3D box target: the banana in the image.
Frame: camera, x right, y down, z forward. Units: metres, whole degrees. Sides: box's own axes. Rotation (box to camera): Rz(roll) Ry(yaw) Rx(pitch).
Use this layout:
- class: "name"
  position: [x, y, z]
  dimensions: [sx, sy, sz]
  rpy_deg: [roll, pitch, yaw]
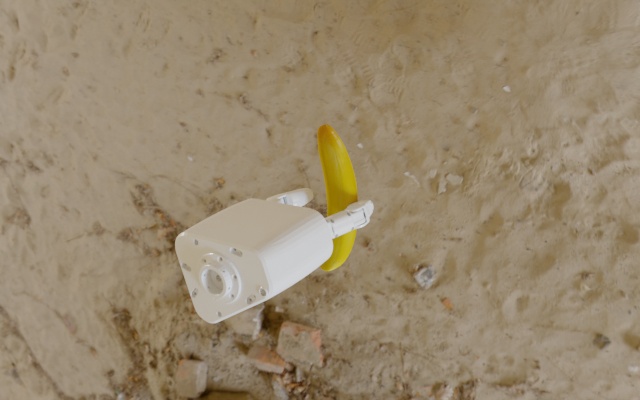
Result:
- class: "banana"
  position: [0.015, 0.011, 0.576]
  dimensions: [0.069, 0.198, 0.037]
  rpy_deg: [20, 26, 29]
